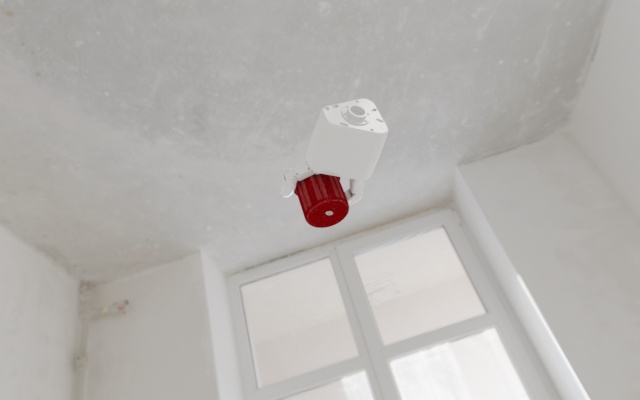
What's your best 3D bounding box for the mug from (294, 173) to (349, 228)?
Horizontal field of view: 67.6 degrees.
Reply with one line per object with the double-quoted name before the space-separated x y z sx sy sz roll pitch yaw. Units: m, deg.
"mug" 0.000 0.004 0.866 0.093 0.081 0.117 -4 -40 -19
